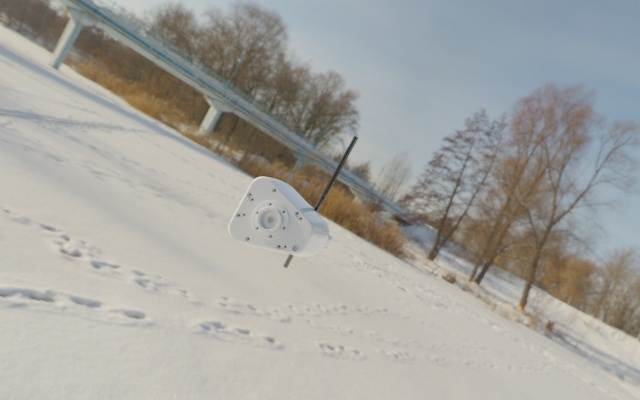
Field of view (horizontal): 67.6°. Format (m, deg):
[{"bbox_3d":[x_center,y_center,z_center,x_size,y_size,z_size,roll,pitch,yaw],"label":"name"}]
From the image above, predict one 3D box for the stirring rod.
[{"bbox_3d":[0.000,0.003,0.775,0.011,0.239,0.011,29,0,0],"label":"stirring rod"}]
